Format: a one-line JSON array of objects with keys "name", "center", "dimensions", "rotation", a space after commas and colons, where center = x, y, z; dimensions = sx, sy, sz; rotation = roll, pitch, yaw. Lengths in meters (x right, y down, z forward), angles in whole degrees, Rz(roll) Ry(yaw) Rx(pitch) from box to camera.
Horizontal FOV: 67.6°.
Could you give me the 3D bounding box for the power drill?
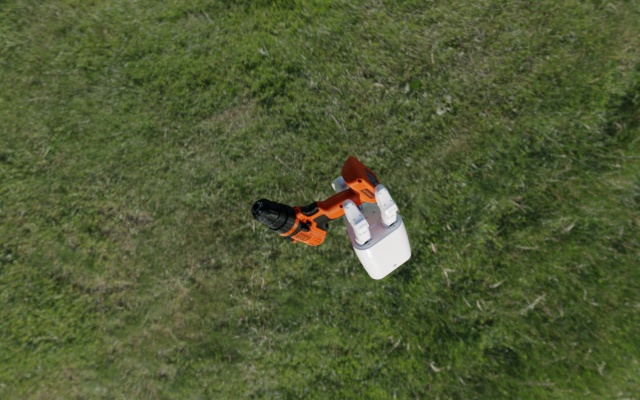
[{"name": "power drill", "center": [0.001, 0.003, 0.801], "dimensions": [0.188, 0.057, 0.184], "rotation": [-31, -30, 21]}]
